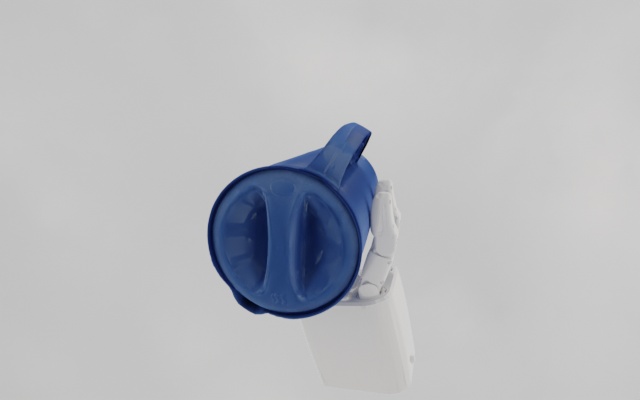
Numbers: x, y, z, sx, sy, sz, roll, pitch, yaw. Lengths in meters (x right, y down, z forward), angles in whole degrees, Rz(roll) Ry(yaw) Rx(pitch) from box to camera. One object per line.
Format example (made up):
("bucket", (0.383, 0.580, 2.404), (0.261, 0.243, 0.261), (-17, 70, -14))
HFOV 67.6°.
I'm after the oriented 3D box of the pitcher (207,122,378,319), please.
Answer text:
("pitcher", (0.000, 0.002, 0.495), (0.149, 0.145, 0.242), (-13, 11, 17))
